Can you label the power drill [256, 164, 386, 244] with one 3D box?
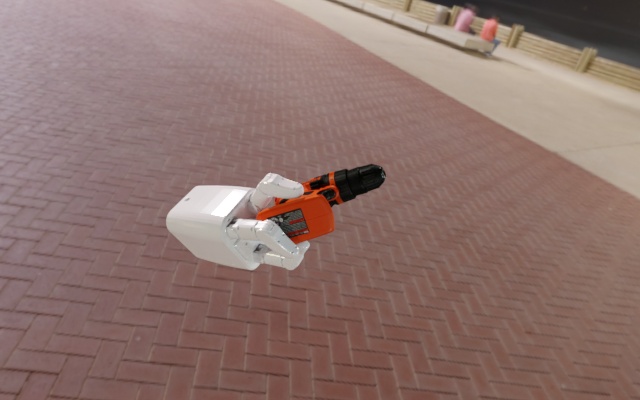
[{"bbox_3d":[0.000,0.002,0.694,0.184,0.057,0.187,-19,9,17],"label":"power drill"}]
